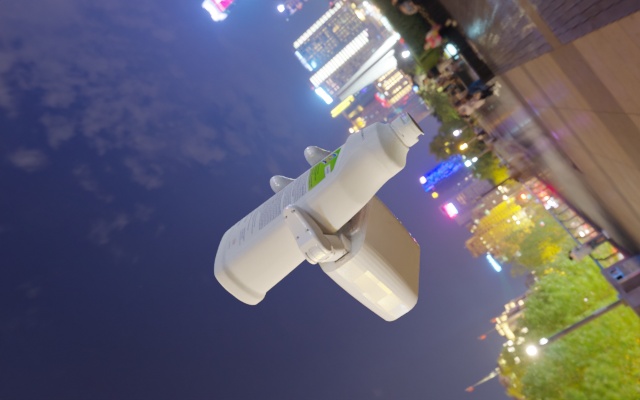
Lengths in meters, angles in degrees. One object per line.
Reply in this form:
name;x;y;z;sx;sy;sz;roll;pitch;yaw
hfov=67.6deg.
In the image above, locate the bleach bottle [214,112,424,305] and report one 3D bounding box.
bleach bottle;0.000;0.002;0.501;0.251;0.068;0.102;-38;24;19
